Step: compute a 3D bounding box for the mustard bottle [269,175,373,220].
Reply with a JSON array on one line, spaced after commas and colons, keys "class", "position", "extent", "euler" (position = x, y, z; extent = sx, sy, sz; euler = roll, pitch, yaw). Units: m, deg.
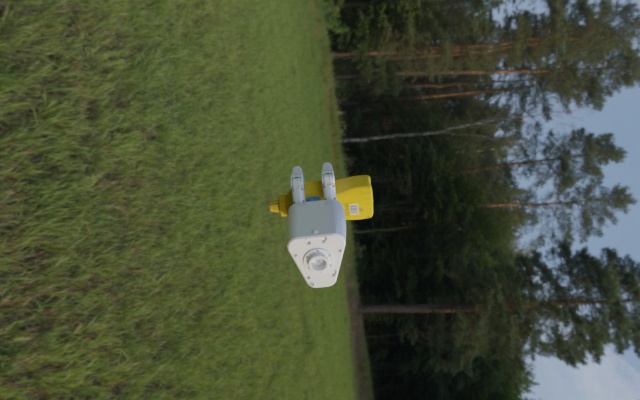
[{"class": "mustard bottle", "position": [0.000, 0.003, 0.891], "extent": [0.191, 0.058, 0.096], "euler": [-6, -37, 2]}]
